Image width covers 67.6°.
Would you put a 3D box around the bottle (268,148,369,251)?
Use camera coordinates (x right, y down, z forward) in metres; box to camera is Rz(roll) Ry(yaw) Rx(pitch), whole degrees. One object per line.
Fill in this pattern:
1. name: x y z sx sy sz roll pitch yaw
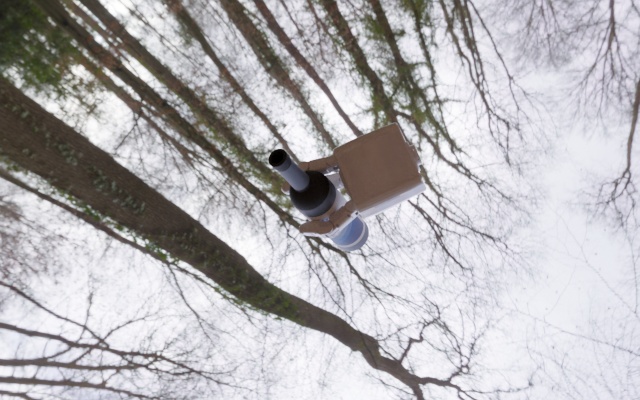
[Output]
1. bottle: 0.000 0.003 0.747 0.069 0.069 0.296 0 -24 25
